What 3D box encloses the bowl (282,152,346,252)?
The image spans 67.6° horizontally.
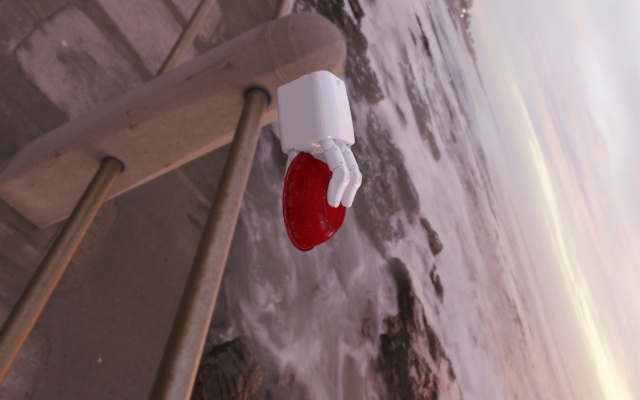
[{"bbox_3d":[0.001,0.004,0.763,0.055,0.162,0.162,0,0,24],"label":"bowl"}]
